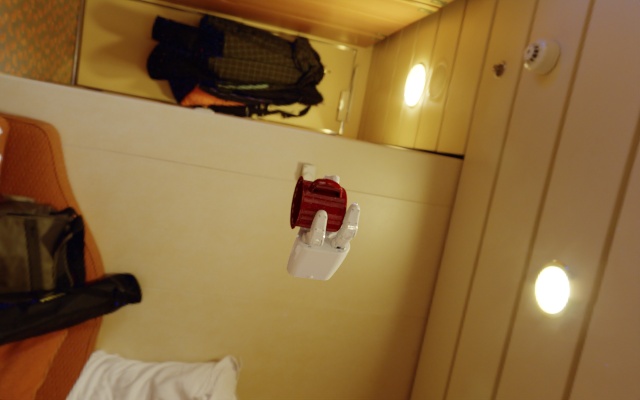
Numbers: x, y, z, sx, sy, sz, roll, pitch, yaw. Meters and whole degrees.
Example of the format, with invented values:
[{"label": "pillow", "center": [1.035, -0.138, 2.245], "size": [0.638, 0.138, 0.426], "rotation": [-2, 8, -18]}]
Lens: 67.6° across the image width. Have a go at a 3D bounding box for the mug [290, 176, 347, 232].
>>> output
[{"label": "mug", "center": [0.001, 0.002, 0.822], "size": [0.081, 0.093, 0.117], "rotation": [10, -41, -13]}]
